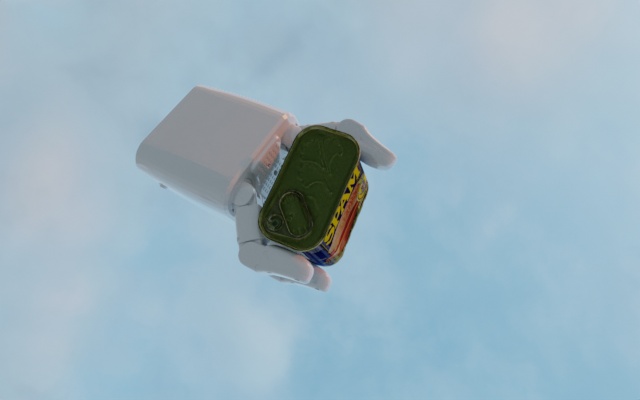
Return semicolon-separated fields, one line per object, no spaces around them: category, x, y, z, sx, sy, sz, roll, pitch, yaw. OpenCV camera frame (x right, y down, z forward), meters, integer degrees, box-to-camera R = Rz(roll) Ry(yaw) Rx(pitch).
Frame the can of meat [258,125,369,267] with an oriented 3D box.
can of meat;0.000;0.001;0.409;0.057;0.102;0.084;20;-13;19
